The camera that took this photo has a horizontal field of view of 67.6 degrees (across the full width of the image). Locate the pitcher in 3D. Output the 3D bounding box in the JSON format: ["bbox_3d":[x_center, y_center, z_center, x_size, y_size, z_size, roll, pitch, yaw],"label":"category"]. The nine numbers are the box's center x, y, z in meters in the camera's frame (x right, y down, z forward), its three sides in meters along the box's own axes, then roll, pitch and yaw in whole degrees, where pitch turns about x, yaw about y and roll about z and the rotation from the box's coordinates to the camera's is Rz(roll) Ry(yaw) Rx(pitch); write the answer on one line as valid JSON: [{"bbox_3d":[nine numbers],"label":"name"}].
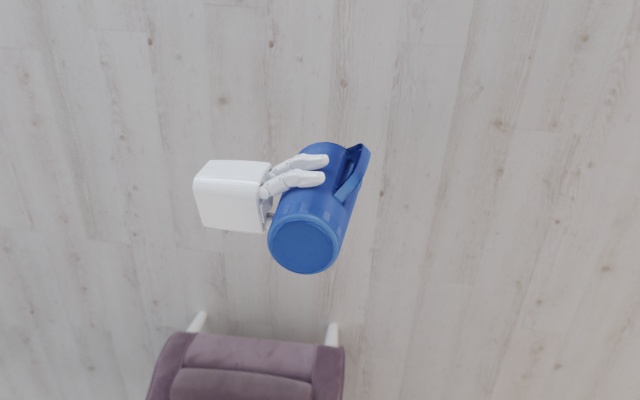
[{"bbox_3d":[0.000,0.003,0.779,0.145,0.149,0.242,6,30,7],"label":"pitcher"}]
